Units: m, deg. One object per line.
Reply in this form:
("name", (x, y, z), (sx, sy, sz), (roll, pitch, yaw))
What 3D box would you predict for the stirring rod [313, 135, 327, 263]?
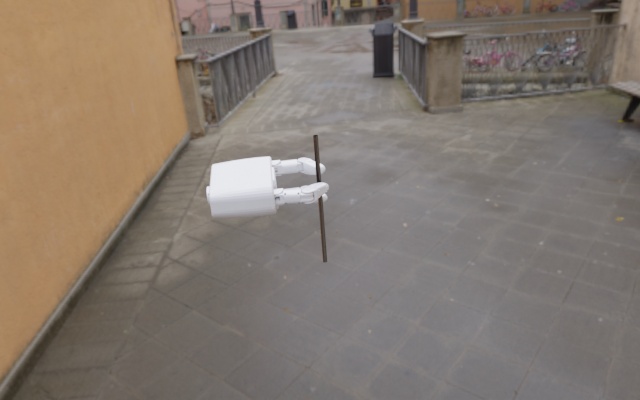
("stirring rod", (0.000, 0.003, 0.838), (0.011, 0.240, 0.011), (-4, 23, 2))
